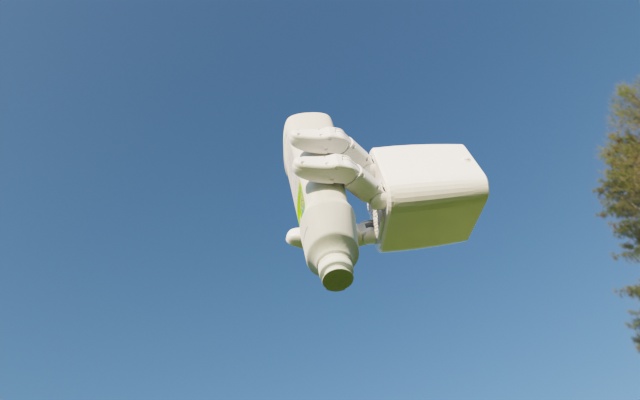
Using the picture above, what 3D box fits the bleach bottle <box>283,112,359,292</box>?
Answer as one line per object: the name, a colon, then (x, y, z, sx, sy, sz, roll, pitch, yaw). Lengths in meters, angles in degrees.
bleach bottle: (0.000, 0.002, 0.518, 0.068, 0.103, 0.250, -5, 37, -5)
